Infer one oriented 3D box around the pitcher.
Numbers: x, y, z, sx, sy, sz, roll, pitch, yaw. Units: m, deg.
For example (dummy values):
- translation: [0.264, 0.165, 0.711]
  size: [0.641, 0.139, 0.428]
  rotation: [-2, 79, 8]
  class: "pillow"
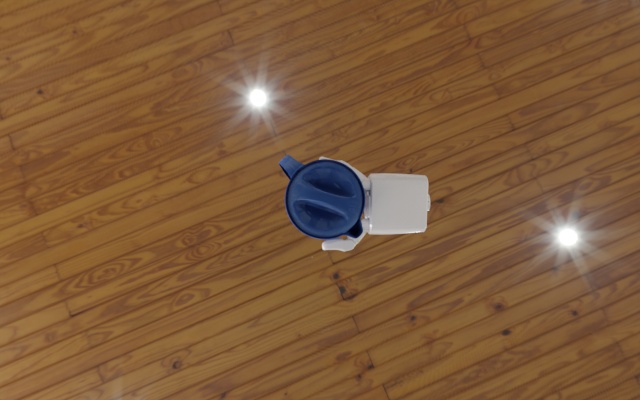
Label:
- translation: [0.000, 0.003, 0.897]
  size: [0.145, 0.149, 0.243]
  rotation: [-1, -7, -1]
  class: "pitcher"
